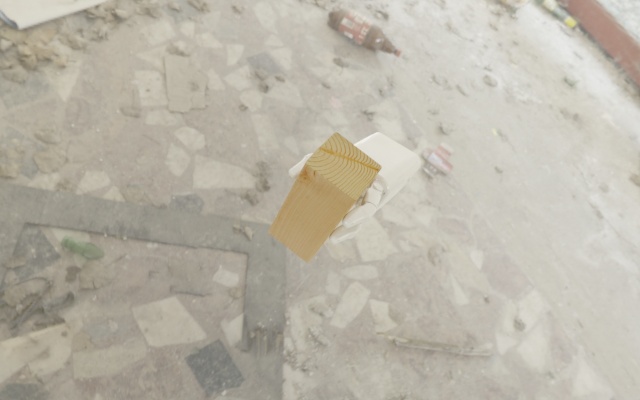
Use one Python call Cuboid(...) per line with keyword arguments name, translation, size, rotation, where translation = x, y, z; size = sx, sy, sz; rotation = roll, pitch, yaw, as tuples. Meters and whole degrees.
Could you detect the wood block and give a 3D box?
Cuboid(name="wood block", translation=(0.000, 0.002, 0.764), size=(0.090, 0.091, 0.206), rotation=(-49, -5, -38))
